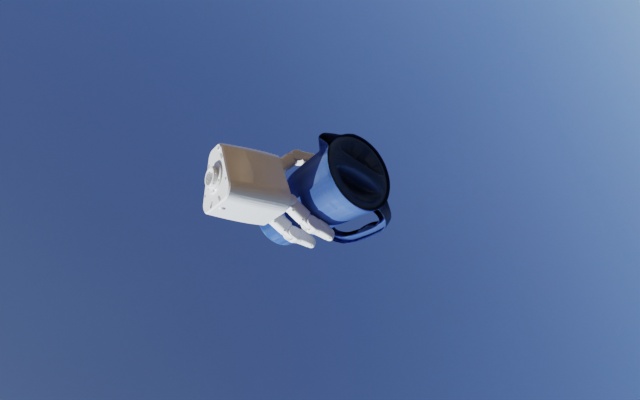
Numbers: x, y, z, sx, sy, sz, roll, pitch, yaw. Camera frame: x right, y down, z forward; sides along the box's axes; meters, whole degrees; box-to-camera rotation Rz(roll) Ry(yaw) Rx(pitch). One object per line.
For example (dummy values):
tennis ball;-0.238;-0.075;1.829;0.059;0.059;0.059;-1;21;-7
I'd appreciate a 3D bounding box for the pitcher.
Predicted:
pitcher;0.000;0.003;0.834;0.145;0.149;0.243;11;-28;-36
